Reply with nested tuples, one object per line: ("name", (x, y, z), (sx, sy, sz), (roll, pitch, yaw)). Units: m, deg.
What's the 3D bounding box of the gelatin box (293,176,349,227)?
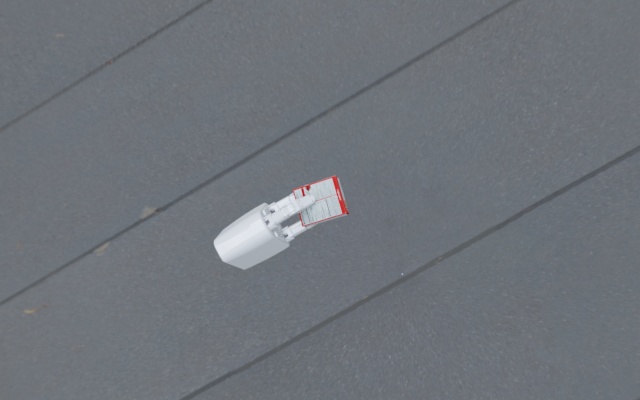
("gelatin box", (0.000, 0.003, 0.884), (0.089, 0.073, 0.030), (-18, -10, 13))
